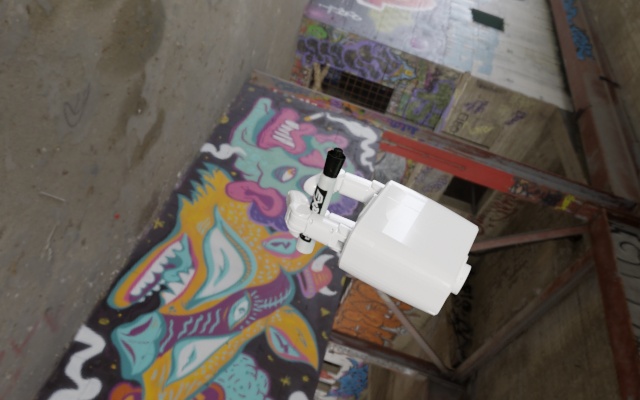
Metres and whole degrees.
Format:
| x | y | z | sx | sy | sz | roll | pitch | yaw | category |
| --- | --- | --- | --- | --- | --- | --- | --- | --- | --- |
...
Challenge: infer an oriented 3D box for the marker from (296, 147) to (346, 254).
| x | y | z | sx | sy | sz | roll | pitch | yaw | category |
| --- | --- | --- | --- | --- | --- | --- | --- | --- | --- |
| 0.000 | 0.002 | 0.483 | 0.020 | 0.121 | 0.020 | 15 | 28 | -8 | marker |
